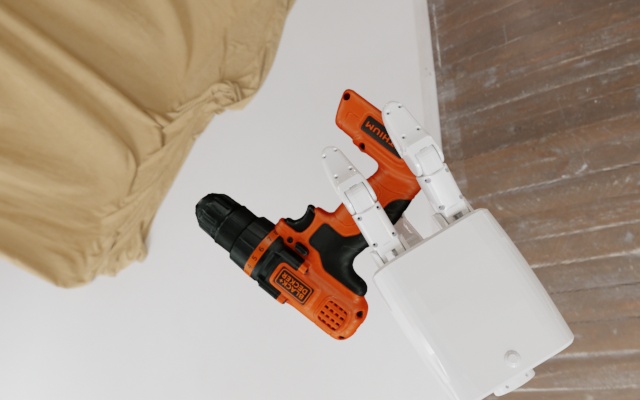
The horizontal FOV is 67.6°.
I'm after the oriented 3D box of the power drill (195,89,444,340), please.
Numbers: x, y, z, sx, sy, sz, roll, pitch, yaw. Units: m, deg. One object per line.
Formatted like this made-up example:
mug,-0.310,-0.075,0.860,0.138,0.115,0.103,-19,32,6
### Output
power drill,0.001,0.001,0.417,0.184,0.188,0.057,37,13,7
